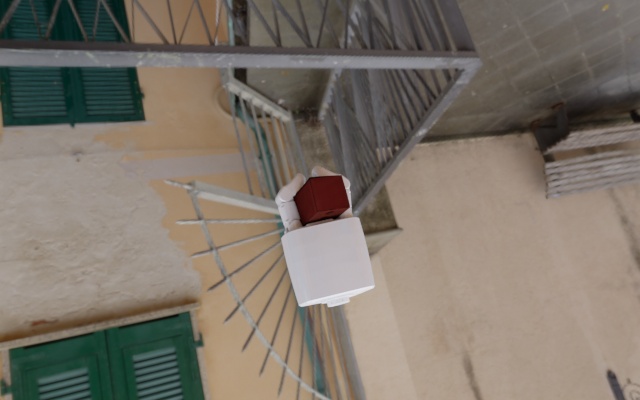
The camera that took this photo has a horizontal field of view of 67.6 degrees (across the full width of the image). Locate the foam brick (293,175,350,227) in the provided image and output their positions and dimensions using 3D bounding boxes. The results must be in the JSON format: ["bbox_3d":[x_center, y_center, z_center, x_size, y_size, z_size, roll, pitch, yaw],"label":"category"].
[{"bbox_3d":[0.000,0.002,0.689,0.053,0.051,0.078,-7,-18,-23],"label":"foam brick"}]
